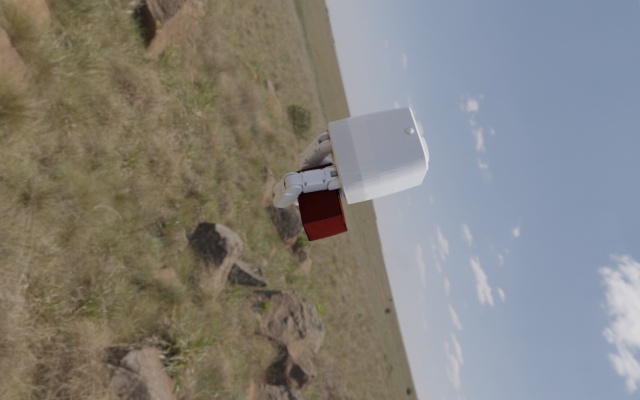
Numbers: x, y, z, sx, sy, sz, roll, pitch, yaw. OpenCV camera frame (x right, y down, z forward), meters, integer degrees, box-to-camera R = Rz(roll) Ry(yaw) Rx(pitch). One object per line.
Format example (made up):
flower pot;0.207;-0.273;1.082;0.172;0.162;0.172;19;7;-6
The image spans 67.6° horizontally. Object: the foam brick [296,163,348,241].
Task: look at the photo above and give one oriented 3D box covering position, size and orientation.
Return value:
foam brick;0.000;0.002;0.601;0.051;0.078;0.053;-13;-28;3
